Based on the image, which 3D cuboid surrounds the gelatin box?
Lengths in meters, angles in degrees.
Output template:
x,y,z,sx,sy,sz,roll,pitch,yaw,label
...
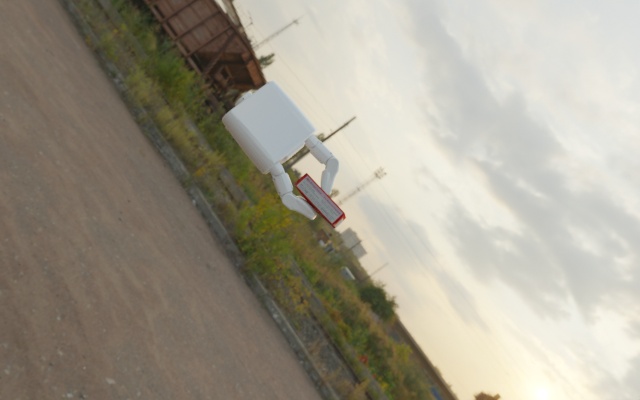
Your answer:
x,y,z,sx,sy,sz,roll,pitch,yaw,label
0.001,0.002,0.757,0.030,0.089,0.073,-44,-8,-2,gelatin box
